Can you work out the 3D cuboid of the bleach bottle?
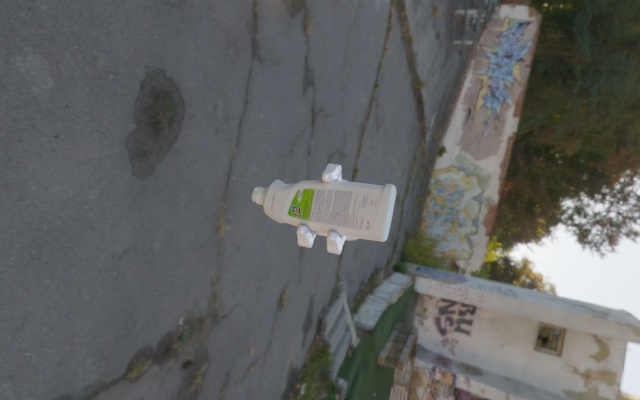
[{"bbox_3d":[0.000,0.003,0.845,0.251,0.102,0.068,10,-4,16],"label":"bleach bottle"}]
